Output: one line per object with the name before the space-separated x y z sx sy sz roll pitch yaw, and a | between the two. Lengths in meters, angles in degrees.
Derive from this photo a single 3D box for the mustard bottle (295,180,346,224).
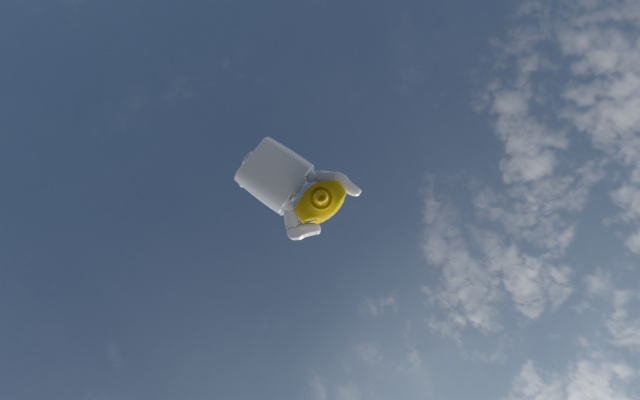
mustard bottle | 0.000 0.003 0.867 0.096 0.058 0.191 -31 -5 -3
